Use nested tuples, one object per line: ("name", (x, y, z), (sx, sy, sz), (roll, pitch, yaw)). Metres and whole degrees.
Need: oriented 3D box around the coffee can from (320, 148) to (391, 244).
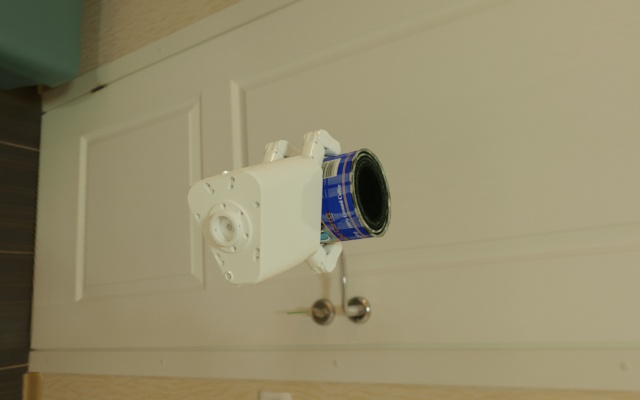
("coffee can", (0.000, 0.002, 0.573), (0.140, 0.103, 0.103), (-10, -5, 30))
